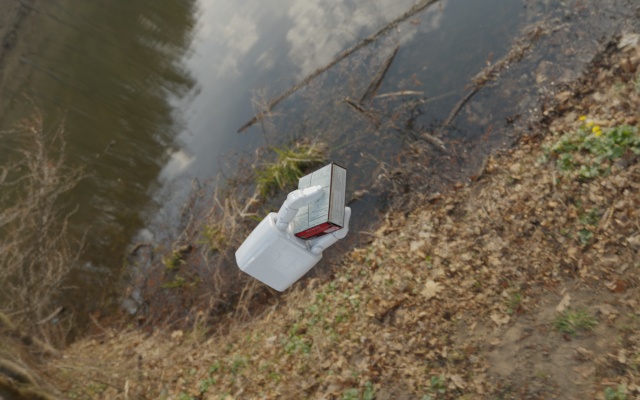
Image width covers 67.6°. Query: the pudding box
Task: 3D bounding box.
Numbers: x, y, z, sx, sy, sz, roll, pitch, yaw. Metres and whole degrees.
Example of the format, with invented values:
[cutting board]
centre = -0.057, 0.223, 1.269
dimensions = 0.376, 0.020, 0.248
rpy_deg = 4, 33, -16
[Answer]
[pudding box]
centre = 0.000, 0.003, 0.797
dimensions = 0.039, 0.113, 0.090
rpy_deg = 23, -31, -36
